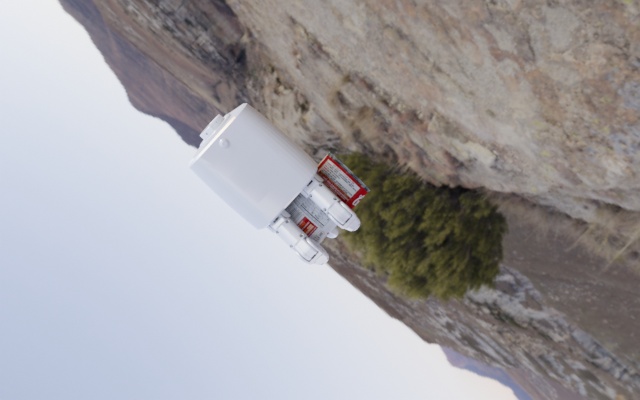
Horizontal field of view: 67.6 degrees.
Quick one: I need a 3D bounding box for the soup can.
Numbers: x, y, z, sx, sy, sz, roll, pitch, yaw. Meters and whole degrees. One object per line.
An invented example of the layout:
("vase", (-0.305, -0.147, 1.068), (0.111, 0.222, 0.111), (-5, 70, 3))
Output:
("soup can", (0.000, 0.002, 0.571), (0.068, 0.102, 0.068), (43, 2, -2))
